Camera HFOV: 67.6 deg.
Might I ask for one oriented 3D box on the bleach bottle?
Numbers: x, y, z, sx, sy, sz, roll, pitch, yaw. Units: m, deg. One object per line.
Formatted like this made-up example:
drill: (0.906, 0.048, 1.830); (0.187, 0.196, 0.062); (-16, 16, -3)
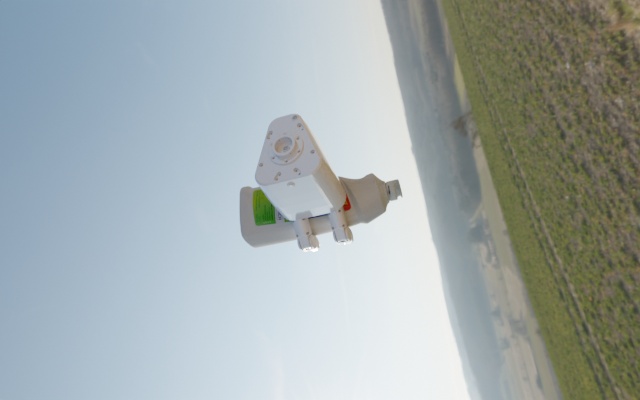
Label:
bleach bottle: (0.000, 0.003, 0.746); (0.251, 0.102, 0.068); (-13, -29, 13)
